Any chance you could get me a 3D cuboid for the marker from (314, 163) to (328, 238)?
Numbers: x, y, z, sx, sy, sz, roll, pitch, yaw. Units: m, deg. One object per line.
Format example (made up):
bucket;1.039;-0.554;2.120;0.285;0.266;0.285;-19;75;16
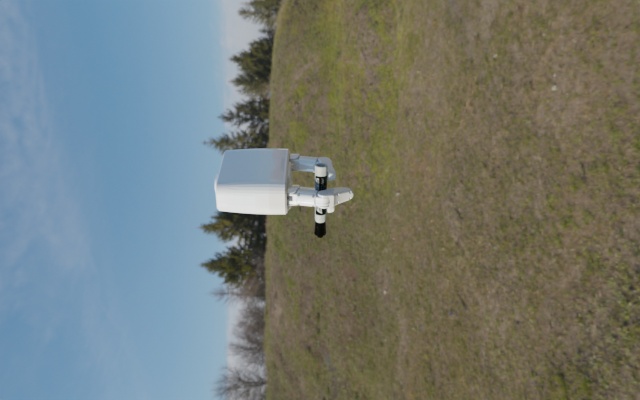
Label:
marker;0.000;0.002;0.730;0.020;0.121;0.020;1;25;0
